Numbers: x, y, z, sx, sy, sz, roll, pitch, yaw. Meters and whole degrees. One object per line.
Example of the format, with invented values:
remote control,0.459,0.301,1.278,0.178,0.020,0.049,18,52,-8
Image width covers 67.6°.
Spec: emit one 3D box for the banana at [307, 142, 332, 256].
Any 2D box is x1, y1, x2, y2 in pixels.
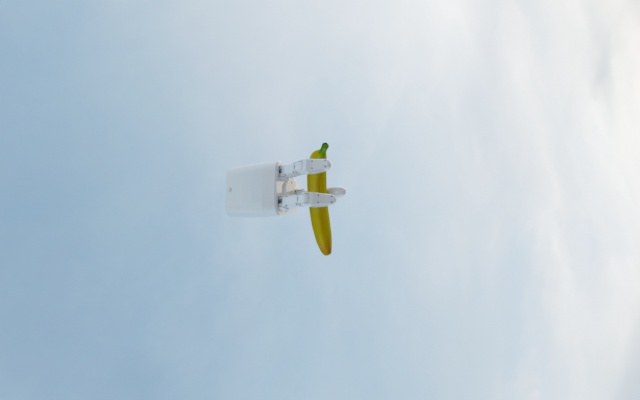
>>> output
banana,-0.003,-0.003,0.849,0.037,0.198,0.069,-4,9,-7
